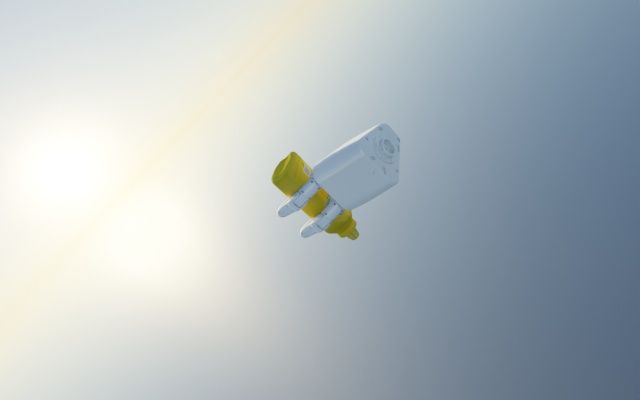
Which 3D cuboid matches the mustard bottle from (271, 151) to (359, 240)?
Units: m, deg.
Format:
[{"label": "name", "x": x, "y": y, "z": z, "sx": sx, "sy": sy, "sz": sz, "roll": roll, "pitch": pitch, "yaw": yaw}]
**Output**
[{"label": "mustard bottle", "x": 0.000, "y": 0.003, "z": 0.845, "sx": 0.058, "sy": 0.192, "sz": 0.096, "roll": -40, "pitch": 18, "yaw": 20}]
